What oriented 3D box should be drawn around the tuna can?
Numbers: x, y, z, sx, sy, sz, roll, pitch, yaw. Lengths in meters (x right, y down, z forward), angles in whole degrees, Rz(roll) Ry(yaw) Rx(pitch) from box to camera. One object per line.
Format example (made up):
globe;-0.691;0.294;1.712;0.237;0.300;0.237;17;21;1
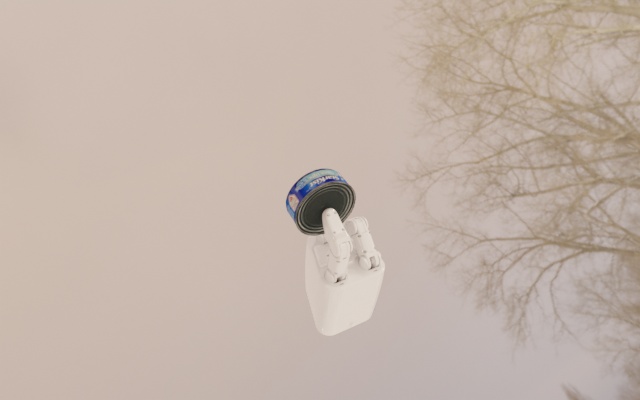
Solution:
tuna can;0.000;0.002;0.608;0.086;0.086;0.033;0;37;-35
